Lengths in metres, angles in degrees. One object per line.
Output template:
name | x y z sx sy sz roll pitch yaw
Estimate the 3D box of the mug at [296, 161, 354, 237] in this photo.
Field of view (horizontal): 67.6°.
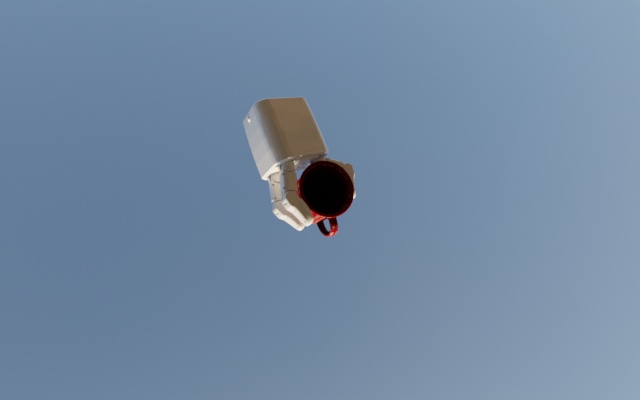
mug | 0.001 0.004 0.780 0.093 0.117 0.081 -16 -8 -25
